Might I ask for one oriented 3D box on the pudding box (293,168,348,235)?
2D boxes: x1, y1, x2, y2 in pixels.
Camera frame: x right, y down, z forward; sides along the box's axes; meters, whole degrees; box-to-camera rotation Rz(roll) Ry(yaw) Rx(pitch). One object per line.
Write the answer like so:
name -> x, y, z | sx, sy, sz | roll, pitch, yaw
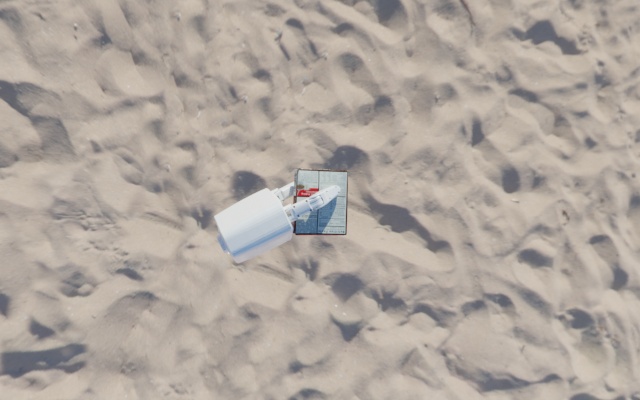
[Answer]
pudding box -> 0.000, 0.003, 0.809 | 0.090, 0.113, 0.039 | 2, 2, -9
